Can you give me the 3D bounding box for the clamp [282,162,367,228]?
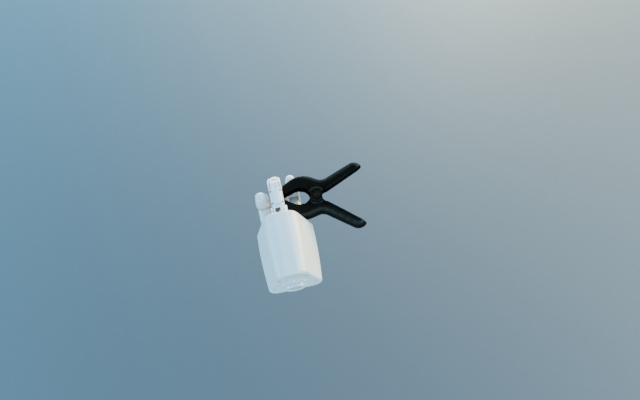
[{"bbox_3d":[0.000,0.002,0.837,0.171,0.120,0.039,-12,-24,-3],"label":"clamp"}]
